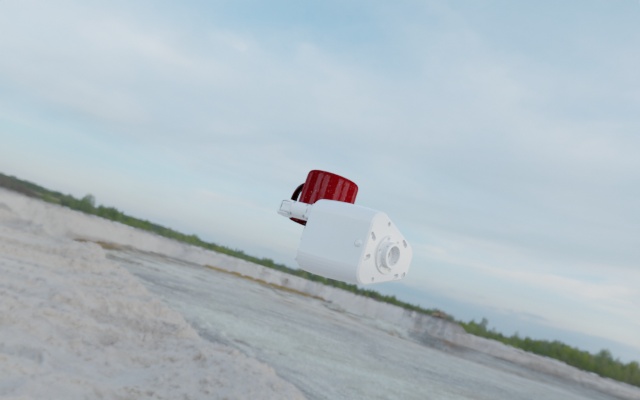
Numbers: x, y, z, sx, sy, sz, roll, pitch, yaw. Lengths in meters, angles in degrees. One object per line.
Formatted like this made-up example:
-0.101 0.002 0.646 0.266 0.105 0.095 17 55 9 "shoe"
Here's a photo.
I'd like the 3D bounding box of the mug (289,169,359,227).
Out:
-0.001 0.002 0.733 0.117 0.081 0.093 11 -11 44 "mug"
